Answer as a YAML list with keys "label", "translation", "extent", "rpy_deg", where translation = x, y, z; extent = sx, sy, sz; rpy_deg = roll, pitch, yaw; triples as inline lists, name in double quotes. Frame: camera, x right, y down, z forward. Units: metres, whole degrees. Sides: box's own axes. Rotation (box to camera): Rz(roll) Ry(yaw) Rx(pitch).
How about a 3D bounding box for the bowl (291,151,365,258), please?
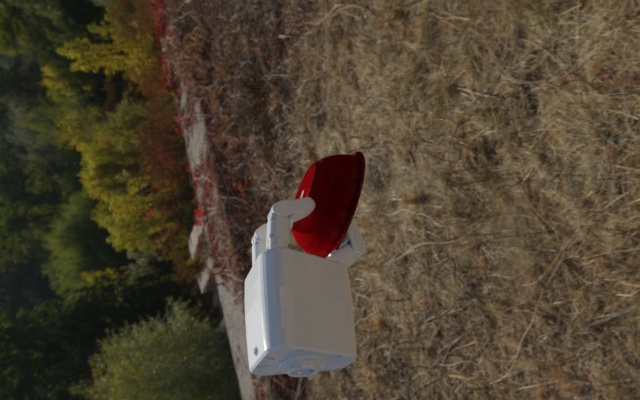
- label: "bowl"
  translation: [0.000, 0.001, 0.629]
  extent: [0.055, 0.162, 0.162]
  rpy_deg: [21, -4, -11]
